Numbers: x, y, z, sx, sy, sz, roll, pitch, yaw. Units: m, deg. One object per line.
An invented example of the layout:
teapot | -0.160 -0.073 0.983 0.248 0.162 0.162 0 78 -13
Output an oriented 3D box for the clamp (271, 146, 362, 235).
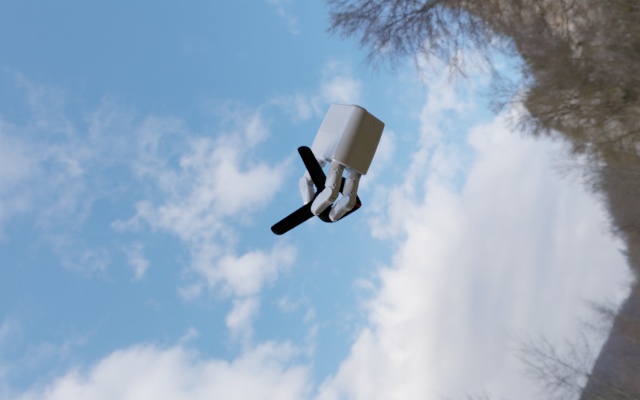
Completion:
clamp | 0.000 0.003 0.901 0.036 0.164 0.210 28 4 41
